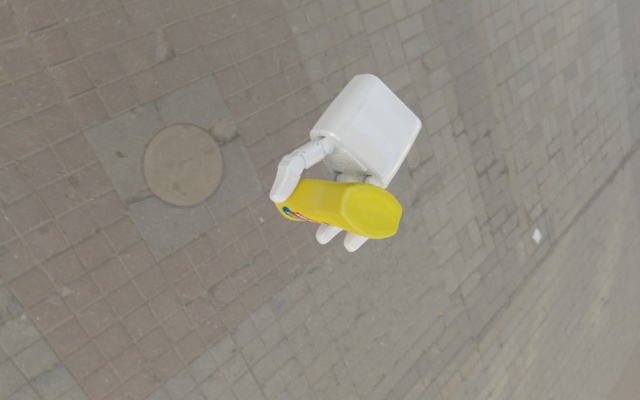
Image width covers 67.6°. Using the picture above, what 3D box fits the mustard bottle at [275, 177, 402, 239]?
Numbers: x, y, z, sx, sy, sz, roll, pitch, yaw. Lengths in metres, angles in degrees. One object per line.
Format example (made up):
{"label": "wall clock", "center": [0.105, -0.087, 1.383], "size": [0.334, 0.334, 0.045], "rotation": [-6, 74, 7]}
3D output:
{"label": "mustard bottle", "center": [0.000, 0.002, 0.590], "size": [0.096, 0.058, 0.191], "rotation": [18, -5, -39]}
